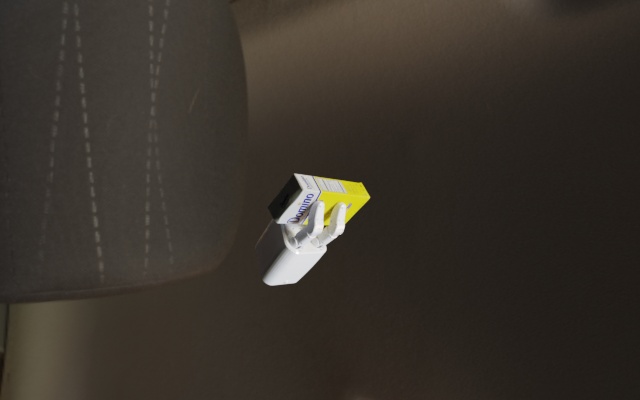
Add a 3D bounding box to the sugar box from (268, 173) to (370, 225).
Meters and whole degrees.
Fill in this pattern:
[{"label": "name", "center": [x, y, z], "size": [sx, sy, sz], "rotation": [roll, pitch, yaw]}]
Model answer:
[{"label": "sugar box", "center": [0.000, 0.003, 0.880], "size": [0.176, 0.048, 0.093], "rotation": [2, -42, -46]}]
